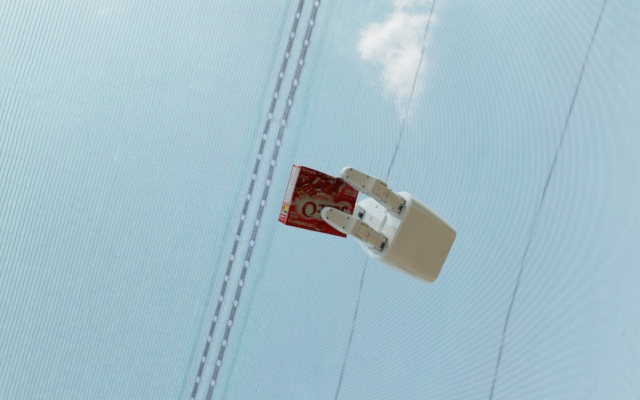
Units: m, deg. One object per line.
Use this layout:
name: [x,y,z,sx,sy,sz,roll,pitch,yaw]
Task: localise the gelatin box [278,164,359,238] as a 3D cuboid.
gelatin box: [0.000,0.002,0.587,0.089,0.073,0.030,15,2,-27]
